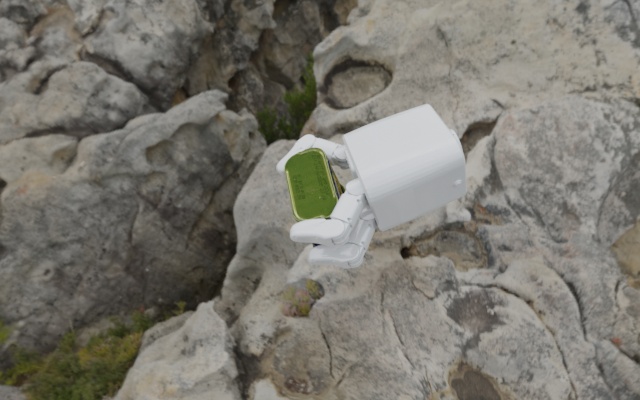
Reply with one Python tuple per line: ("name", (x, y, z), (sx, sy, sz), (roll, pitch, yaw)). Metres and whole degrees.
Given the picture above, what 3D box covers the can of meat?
("can of meat", (0.000, 0.002, 0.551), (0.057, 0.102, 0.084), (-19, -34, 7))
